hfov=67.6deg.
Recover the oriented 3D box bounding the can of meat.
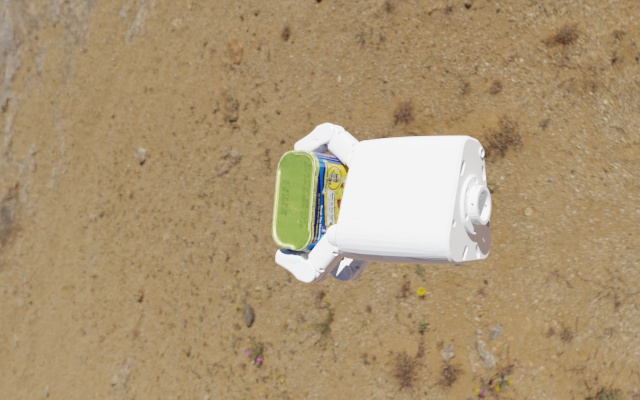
[{"bbox_3d":[0.000,0.001,0.487,0.057,0.102,0.084,4,0,40],"label":"can of meat"}]
